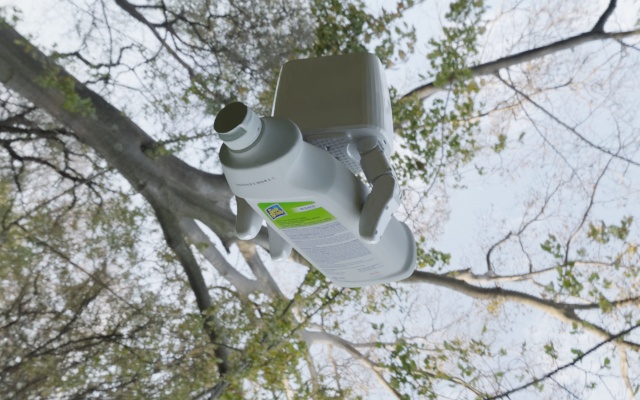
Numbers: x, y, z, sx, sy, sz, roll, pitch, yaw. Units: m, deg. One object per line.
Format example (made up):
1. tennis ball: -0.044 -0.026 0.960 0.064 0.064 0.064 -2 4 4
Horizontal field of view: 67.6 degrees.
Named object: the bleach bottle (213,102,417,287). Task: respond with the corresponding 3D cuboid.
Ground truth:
1. bleach bottle: 0.000 0.001 0.423 0.102 0.068 0.251 -14 -36 22
